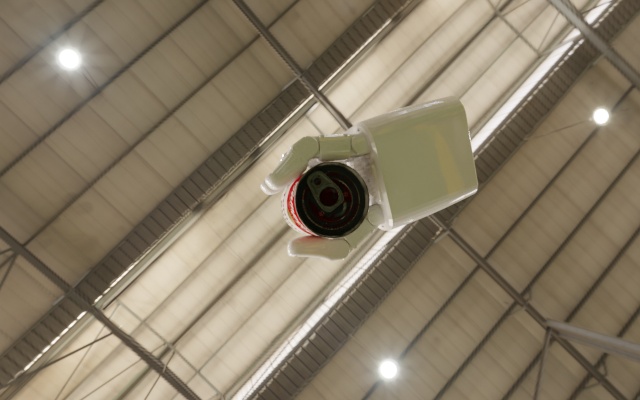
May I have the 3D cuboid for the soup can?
[{"bbox_3d":[0.000,0.002,0.467,0.068,0.068,0.102,0,-2,-12],"label":"soup can"}]
